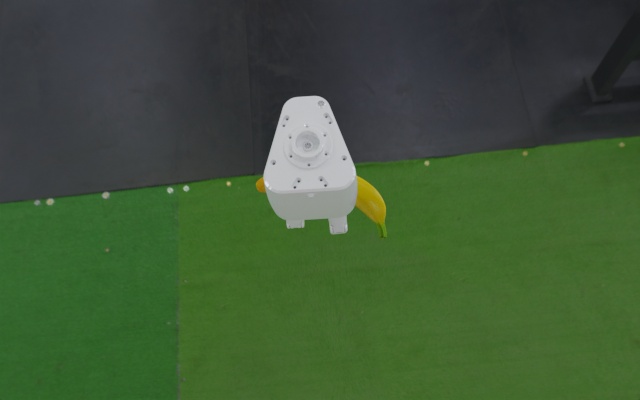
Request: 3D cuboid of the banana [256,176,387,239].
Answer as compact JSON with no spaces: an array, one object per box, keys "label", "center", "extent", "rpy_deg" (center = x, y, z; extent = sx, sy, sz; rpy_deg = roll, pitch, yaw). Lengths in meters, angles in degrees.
[{"label":"banana","center":[0.010,-0.014,0.665],"extent":[0.198,0.069,0.037],"rpy_deg":[21,-11,6]}]
